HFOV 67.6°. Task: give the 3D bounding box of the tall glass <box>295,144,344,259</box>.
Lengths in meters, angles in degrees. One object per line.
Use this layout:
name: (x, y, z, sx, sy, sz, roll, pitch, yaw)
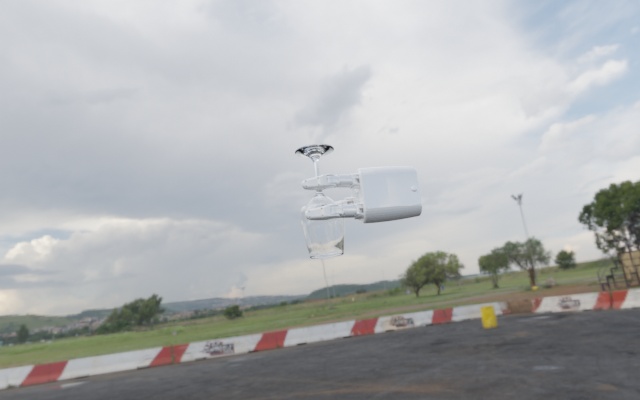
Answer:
tall glass: (0.000, 0.002, 0.876, 0.079, 0.201, 0.079, -6, -12, -1)
